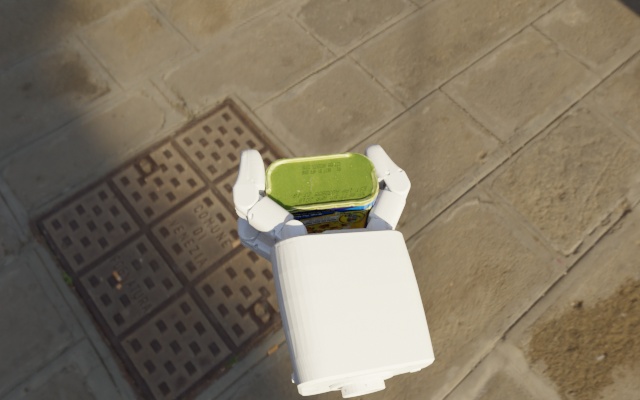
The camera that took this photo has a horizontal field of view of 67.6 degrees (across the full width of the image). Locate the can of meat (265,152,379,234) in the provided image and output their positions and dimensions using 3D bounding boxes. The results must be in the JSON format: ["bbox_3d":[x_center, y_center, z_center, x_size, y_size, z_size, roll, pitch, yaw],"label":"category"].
[{"bbox_3d":[0.000,0.001,0.440,0.102,0.057,0.084,-7,-26,-5],"label":"can of meat"}]
